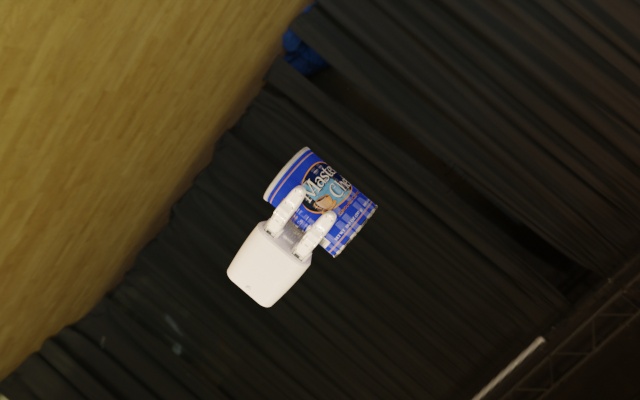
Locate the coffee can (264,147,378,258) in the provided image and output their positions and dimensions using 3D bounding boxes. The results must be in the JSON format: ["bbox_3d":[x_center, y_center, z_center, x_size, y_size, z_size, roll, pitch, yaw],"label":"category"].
[{"bbox_3d":[0.000,0.002,0.722,0.140,0.103,0.103,40,2,3],"label":"coffee can"}]
